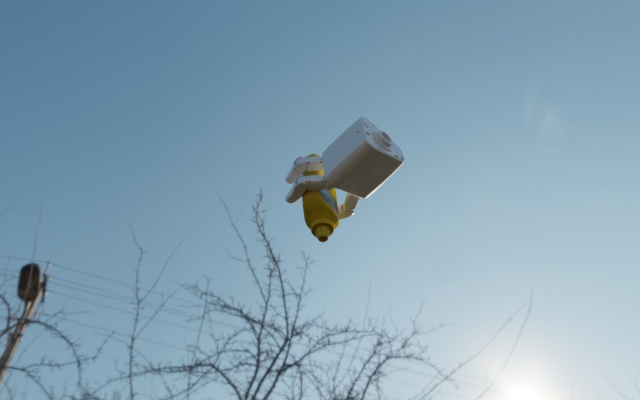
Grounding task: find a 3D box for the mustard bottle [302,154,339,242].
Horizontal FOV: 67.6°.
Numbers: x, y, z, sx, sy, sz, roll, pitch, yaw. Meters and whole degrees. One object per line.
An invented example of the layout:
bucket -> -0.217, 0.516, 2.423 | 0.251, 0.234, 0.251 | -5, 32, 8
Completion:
mustard bottle -> 0.000, 0.003, 0.896 | 0.058, 0.191, 0.096 | -22, -50, 15
